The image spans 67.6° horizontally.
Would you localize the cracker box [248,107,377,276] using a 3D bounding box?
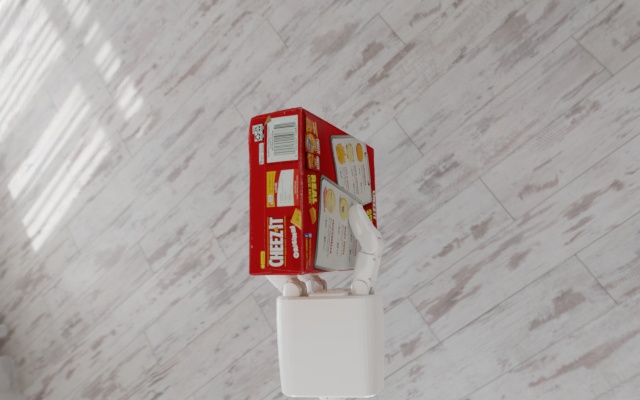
[{"bbox_3d":[0.000,0.002,0.557,0.072,0.164,0.214,-4,-7,25],"label":"cracker box"}]
